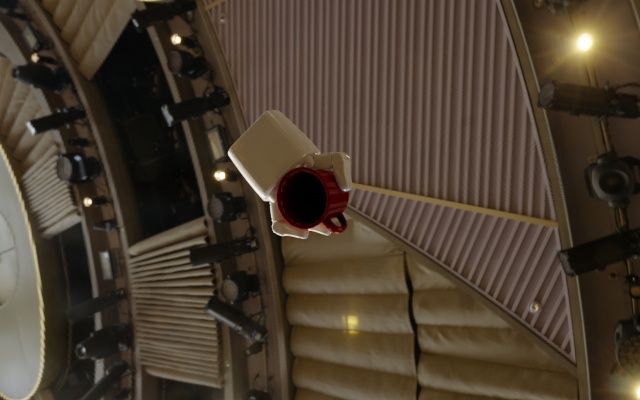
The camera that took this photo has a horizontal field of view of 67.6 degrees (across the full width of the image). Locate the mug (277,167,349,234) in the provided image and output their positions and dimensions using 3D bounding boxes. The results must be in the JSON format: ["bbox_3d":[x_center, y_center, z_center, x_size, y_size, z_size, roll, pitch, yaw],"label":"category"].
[{"bbox_3d":[0.001,0.003,0.739,0.093,0.117,0.081,-49,-18,24],"label":"mug"}]
